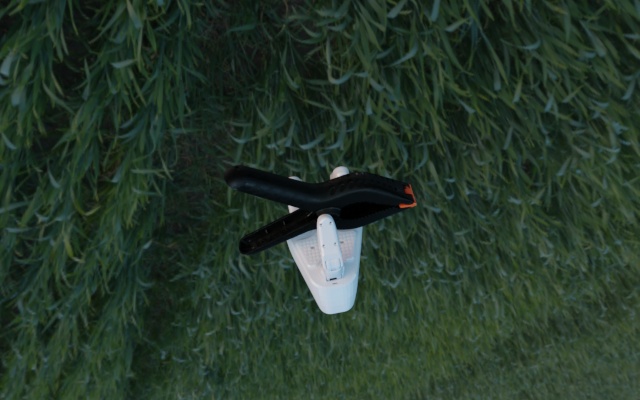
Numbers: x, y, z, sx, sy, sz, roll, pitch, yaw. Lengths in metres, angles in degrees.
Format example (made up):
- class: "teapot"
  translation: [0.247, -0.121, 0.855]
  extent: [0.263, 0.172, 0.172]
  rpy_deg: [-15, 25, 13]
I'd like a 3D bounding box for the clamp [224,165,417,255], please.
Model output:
- class: "clamp"
  translation: [0.001, 0.002, 0.515]
  extent: [0.210, 0.036, 0.165]
  rpy_deg: [-10, -30, -2]
